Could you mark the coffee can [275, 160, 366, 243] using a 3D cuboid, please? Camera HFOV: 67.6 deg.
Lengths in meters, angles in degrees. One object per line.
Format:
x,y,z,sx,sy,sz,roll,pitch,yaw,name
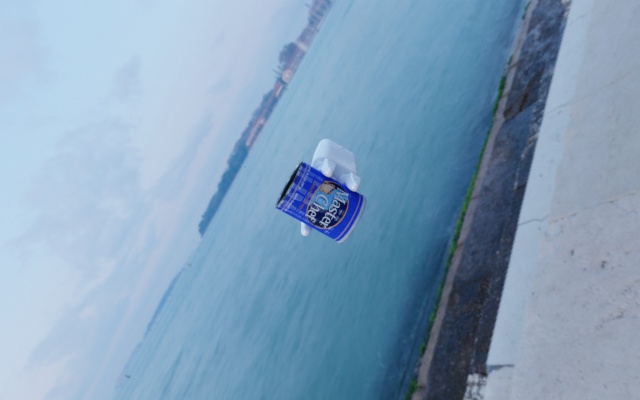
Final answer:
0.000,0.003,0.897,0.140,0.103,0.103,29,-6,-10,coffee can
